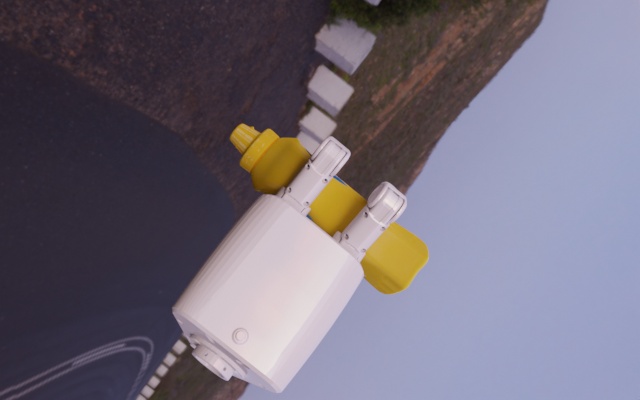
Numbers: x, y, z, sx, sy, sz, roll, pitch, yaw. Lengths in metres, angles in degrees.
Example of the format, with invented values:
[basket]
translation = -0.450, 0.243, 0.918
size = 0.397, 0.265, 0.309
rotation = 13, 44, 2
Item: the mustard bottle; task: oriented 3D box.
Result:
[mustard bottle]
translation = 0.000, 0.001, 0.416
size = 0.191, 0.058, 0.096
rotation = 39, -4, -3
